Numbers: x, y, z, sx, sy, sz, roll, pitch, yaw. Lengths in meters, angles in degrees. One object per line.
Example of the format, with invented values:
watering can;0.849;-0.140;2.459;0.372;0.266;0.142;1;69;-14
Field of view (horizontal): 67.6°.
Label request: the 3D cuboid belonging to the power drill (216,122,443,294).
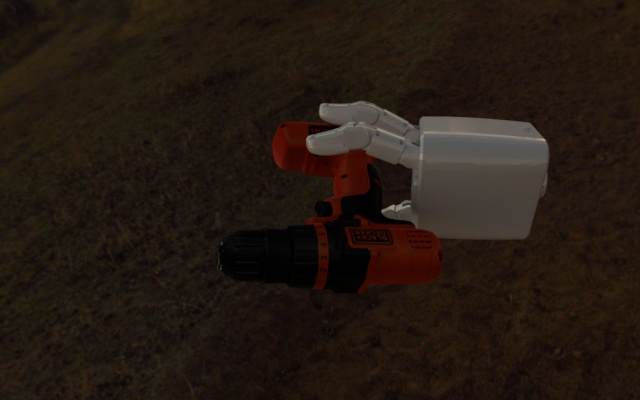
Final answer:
power drill;0.000;0.001;0.435;0.184;0.057;0.187;3;42;-14
